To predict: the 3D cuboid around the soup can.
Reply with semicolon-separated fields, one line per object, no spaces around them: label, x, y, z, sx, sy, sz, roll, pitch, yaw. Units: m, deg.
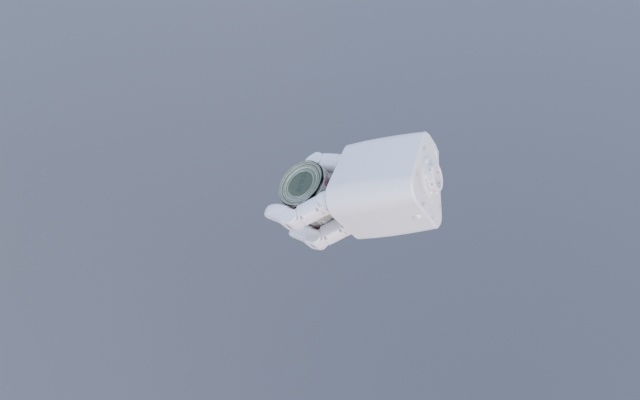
soup can;0.000;0.002;0.626;0.068;0.068;0.102;0;-29;36
